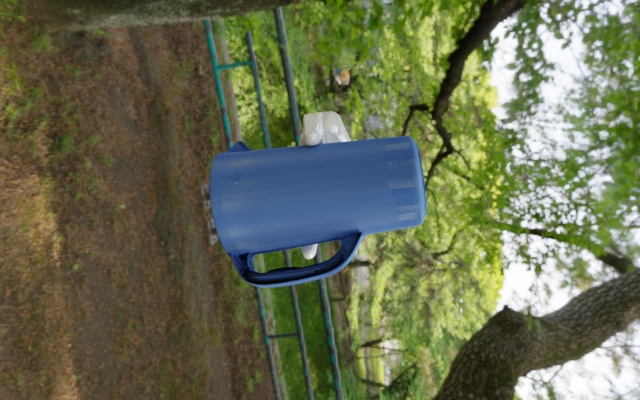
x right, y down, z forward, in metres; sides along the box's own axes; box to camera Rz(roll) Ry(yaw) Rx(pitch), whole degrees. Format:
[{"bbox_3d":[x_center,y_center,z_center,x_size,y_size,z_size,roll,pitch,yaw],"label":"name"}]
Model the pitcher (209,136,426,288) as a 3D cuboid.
[{"bbox_3d":[0.000,0.002,0.576,0.243,0.149,0.145,-7,25,8],"label":"pitcher"}]
